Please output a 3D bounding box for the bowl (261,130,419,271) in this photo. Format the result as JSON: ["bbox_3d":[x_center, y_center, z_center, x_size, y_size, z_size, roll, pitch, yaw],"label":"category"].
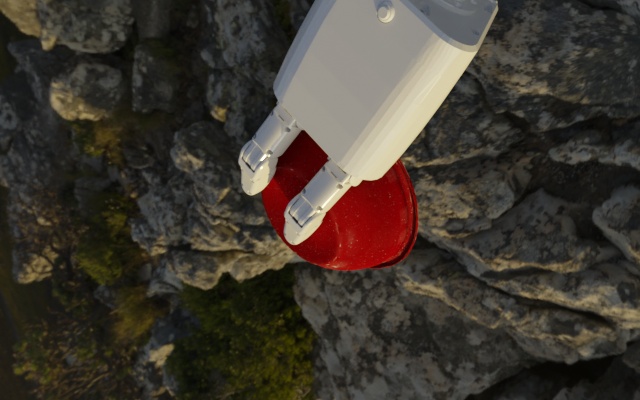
[{"bbox_3d":[0.000,0.002,0.403,0.055,0.162,0.162,-34,21,-34],"label":"bowl"}]
